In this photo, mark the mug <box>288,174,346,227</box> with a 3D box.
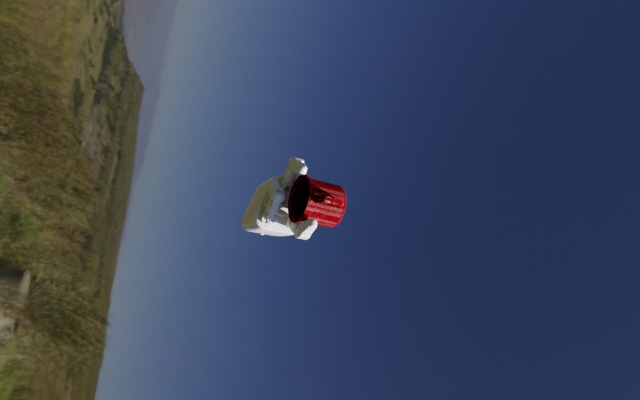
[{"bbox_3d":[0.001,0.003,0.881,0.081,0.093,0.117,13,-11,-26],"label":"mug"}]
